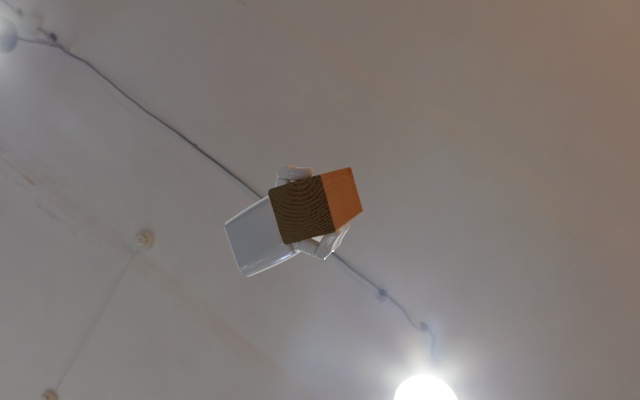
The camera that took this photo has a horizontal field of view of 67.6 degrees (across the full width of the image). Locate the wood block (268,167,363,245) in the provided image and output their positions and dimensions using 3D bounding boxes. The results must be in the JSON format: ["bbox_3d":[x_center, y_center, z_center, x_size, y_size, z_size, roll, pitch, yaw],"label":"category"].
[{"bbox_3d":[0.000,0.002,0.809,0.090,0.091,0.206,-16,3,17],"label":"wood block"}]
